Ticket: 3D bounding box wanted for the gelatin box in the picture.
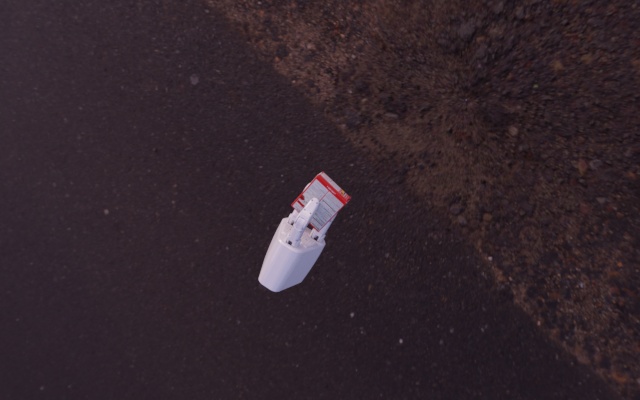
[{"bbox_3d":[0.000,0.003,0.885,0.089,0.073,0.030,-48,-2,28],"label":"gelatin box"}]
